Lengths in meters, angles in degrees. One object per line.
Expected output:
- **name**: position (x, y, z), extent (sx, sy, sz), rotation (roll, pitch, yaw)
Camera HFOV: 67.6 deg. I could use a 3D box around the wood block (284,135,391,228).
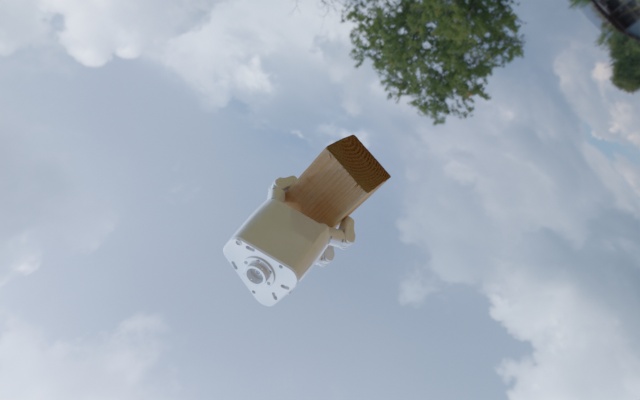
- **wood block**: position (0.000, 0.002, 0.757), extent (0.206, 0.091, 0.090), rotation (-45, -8, 36)
